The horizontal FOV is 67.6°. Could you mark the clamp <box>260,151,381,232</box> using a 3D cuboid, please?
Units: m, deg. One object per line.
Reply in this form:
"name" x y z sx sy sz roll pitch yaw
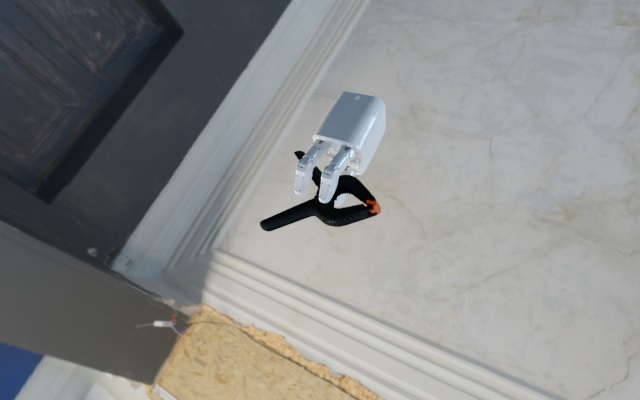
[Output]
"clamp" 0.001 0.003 0.812 0.210 0.164 0.036 18 -19 34
